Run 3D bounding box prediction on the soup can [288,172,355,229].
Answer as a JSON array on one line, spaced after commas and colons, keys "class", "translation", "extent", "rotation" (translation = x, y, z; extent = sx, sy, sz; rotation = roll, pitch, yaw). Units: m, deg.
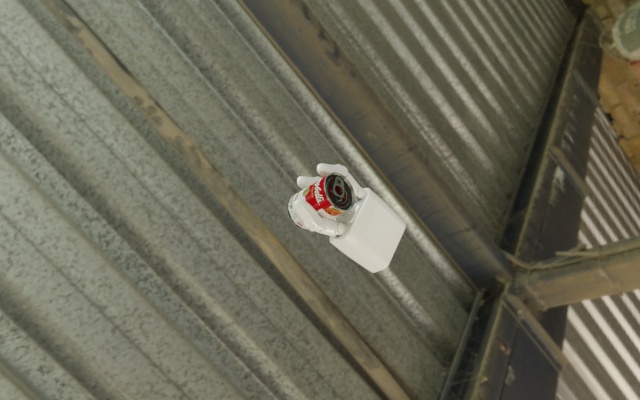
[{"class": "soup can", "translation": [0.000, 0.003, 0.813], "extent": [0.068, 0.068, 0.102], "rotation": [0, -21, -44]}]
